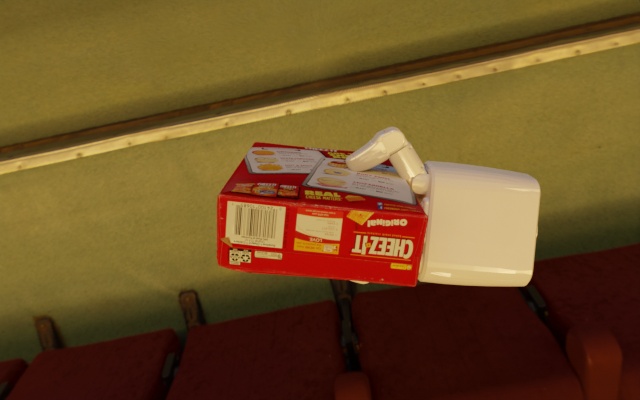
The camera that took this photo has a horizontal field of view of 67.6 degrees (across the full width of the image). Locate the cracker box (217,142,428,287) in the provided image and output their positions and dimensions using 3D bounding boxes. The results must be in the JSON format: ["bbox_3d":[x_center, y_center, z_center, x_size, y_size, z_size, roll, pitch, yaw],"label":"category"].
[{"bbox_3d":[0.000,0.001,0.470,0.164,0.072,0.213,5,17,-2],"label":"cracker box"}]
